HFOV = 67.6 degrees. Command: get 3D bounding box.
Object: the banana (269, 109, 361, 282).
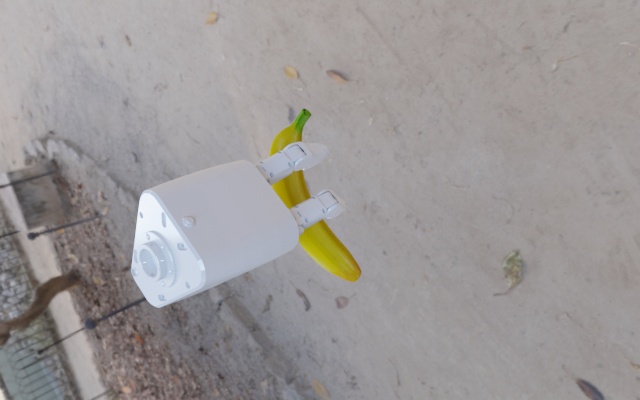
[{"bbox_3d":[-0.015,0.003,0.533,0.069,0.198,0.037,-17,2,37],"label":"banana"}]
